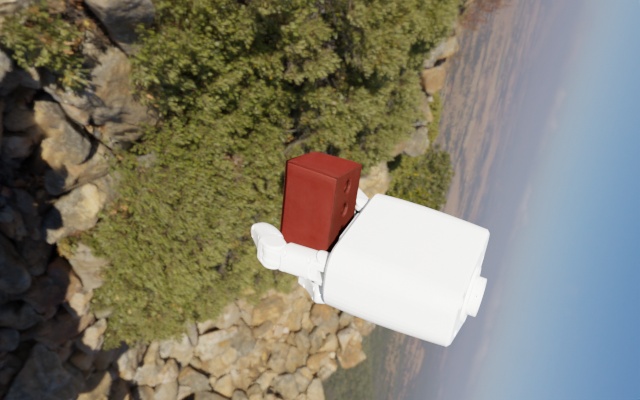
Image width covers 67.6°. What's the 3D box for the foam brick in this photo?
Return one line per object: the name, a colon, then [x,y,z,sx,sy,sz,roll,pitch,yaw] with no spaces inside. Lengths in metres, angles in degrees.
foam brick: [0.000,0.001,0.430,0.051,0.078,0.053,18,25,25]
